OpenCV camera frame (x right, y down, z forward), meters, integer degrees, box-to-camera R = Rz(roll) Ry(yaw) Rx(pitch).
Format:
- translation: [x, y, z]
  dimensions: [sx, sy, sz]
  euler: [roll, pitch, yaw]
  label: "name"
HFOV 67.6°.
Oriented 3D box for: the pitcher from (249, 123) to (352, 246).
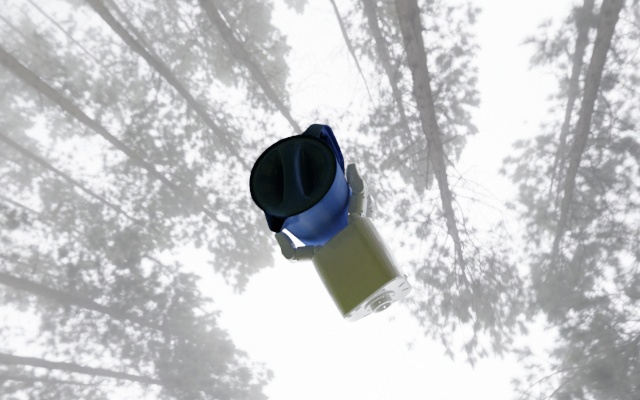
- translation: [0.000, 0.003, 0.768]
  dimensions: [0.149, 0.145, 0.243]
  euler: [-31, -32, 4]
  label: "pitcher"
